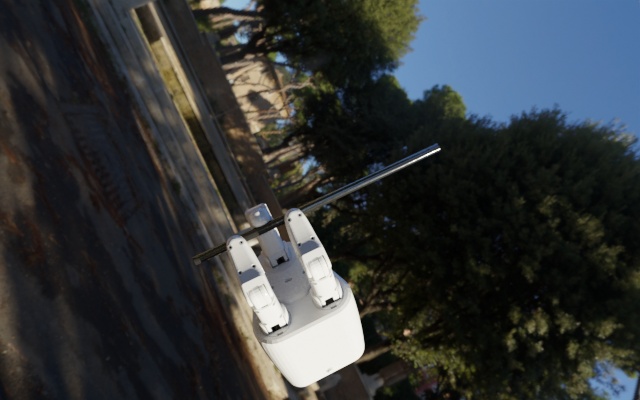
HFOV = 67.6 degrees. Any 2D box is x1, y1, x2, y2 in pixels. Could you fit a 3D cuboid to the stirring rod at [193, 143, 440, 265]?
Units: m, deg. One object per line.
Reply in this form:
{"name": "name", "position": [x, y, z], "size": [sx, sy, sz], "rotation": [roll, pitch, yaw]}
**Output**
{"name": "stirring rod", "position": [0.000, 0.001, 0.425], "size": [0.239, 0.011, 0.011], "rotation": [-25, 3, -7]}
